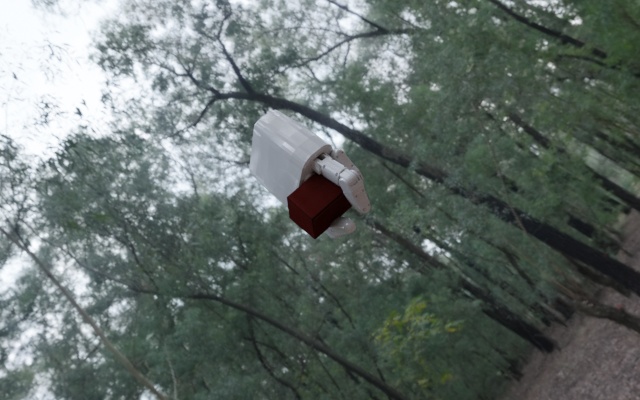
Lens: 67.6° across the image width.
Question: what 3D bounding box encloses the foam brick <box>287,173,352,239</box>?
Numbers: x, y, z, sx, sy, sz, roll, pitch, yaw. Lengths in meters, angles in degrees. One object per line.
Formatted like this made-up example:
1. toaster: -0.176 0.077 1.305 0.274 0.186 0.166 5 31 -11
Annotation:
1. foam brick: 0.000 0.002 0.640 0.051 0.078 0.053 38 -26 23
